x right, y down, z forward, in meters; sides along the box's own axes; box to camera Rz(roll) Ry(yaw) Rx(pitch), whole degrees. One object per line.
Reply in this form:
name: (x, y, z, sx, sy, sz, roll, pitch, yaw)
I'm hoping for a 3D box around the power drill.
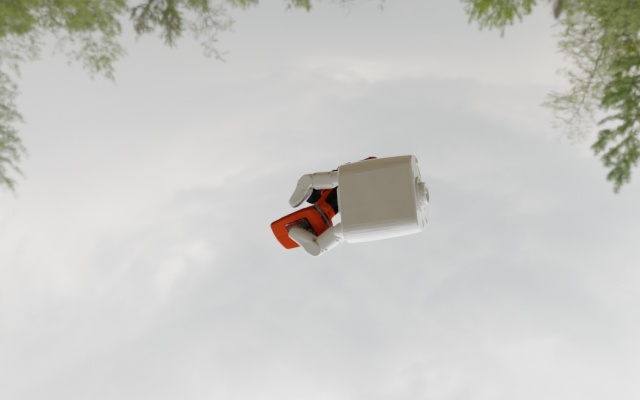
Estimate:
power drill: (0.000, 0.003, 0.791, 0.184, 0.057, 0.187, -23, 17, 44)
